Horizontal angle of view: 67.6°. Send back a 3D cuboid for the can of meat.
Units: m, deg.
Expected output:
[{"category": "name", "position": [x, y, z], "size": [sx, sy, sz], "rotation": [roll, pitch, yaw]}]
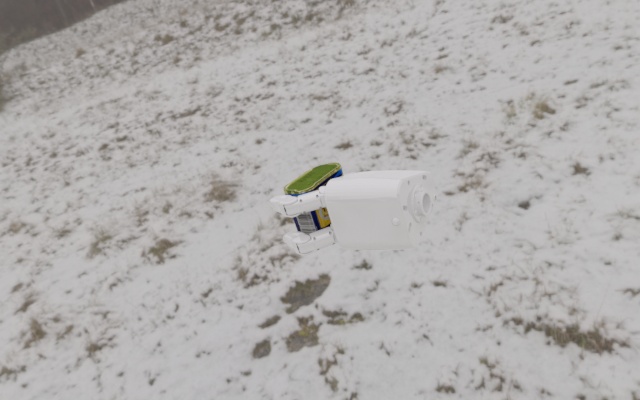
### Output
[{"category": "can of meat", "position": [0.000, 0.002, 0.690], "size": [0.057, 0.084, 0.102], "rotation": [0, 27, 39]}]
